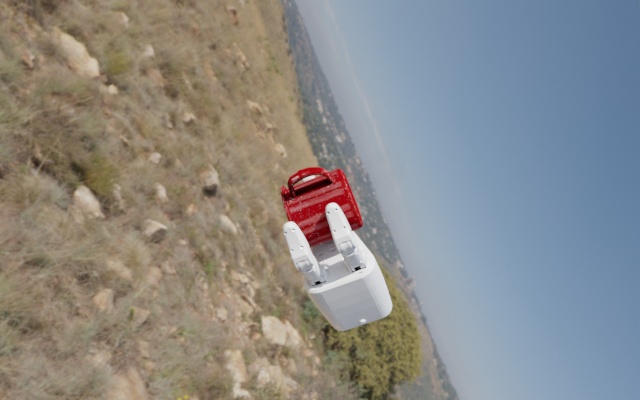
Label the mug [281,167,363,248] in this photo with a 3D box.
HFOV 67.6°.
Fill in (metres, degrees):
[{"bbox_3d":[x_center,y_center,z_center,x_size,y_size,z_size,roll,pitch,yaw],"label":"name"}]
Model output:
[{"bbox_3d":[0.000,0.001,0.605,0.081,0.117,0.093,-21,42,6],"label":"mug"}]
